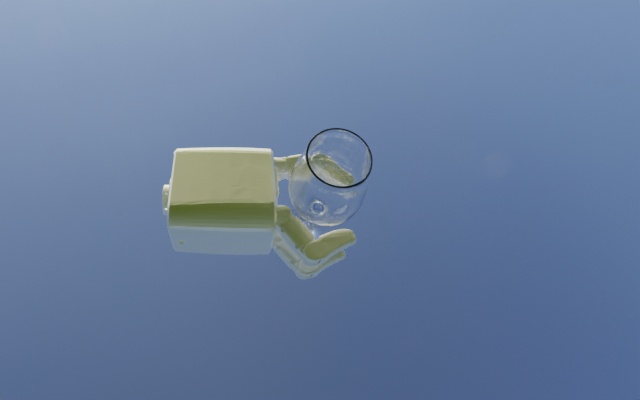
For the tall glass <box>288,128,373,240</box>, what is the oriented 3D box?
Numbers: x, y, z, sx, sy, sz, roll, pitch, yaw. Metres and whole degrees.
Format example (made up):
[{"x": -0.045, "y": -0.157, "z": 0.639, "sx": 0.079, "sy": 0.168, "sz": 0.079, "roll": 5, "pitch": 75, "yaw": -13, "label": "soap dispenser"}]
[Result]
[{"x": 0.000, "y": 0.002, "z": 0.515, "sx": 0.079, "sy": 0.079, "sz": 0.201, "roll": 0, "pitch": -24, "yaw": -11, "label": "tall glass"}]
